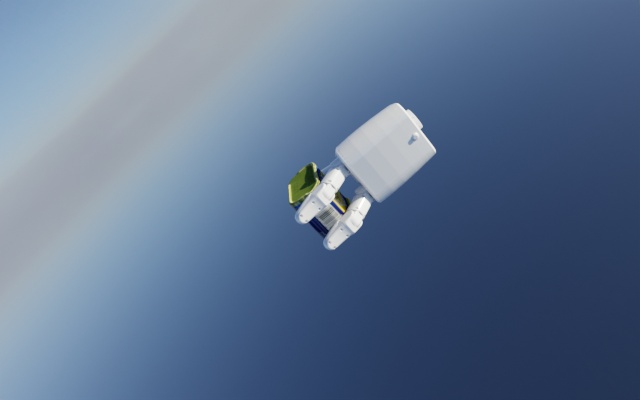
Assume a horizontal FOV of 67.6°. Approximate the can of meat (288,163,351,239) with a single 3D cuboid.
[{"bbox_3d":[0.000,0.002,0.684,0.057,0.084,0.102,-39,23,11],"label":"can of meat"}]
